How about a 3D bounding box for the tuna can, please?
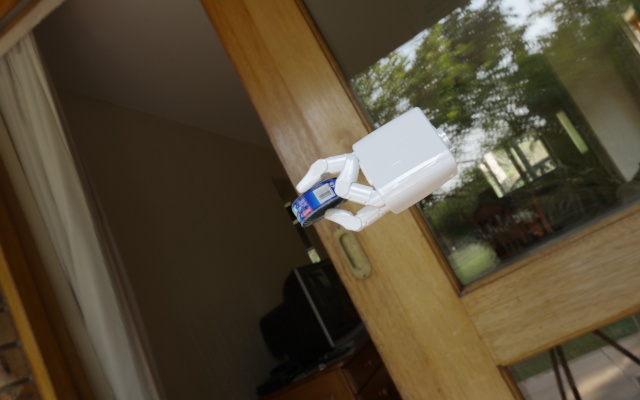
[{"bbox_3d":[0.000,0.002,0.712,0.086,0.033,0.086,-31,-12,-7],"label":"tuna can"}]
